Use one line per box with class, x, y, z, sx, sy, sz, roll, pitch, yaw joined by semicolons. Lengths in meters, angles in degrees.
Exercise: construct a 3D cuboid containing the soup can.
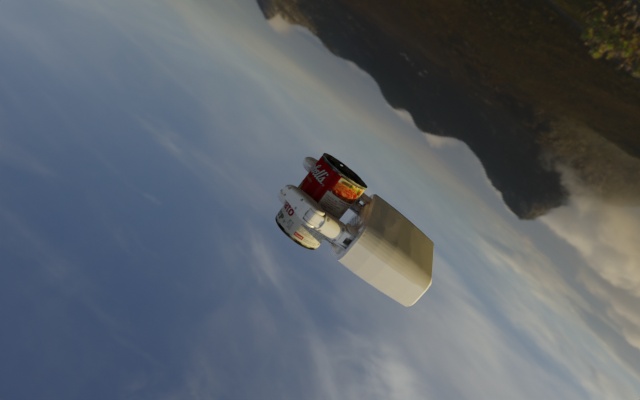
soup can;0.000;0.002;0.589;0.068;0.102;0.068;36;14;-11
